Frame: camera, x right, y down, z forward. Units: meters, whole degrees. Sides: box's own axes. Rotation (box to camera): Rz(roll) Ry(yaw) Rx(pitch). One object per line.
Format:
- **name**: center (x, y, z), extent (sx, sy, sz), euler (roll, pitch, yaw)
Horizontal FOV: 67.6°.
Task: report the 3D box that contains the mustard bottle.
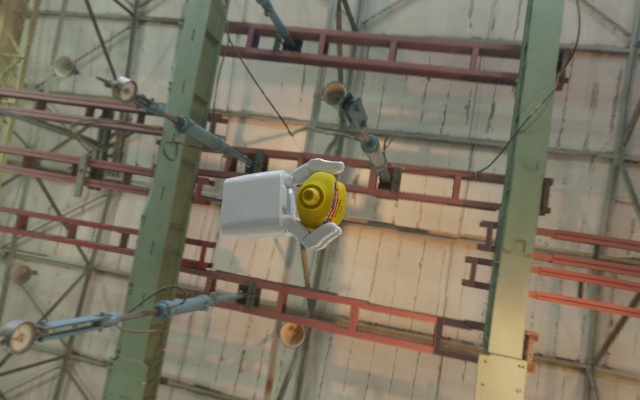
- **mustard bottle**: center (0.001, 0.003, 0.798), extent (0.058, 0.096, 0.191), euler (18, -3, 13)
